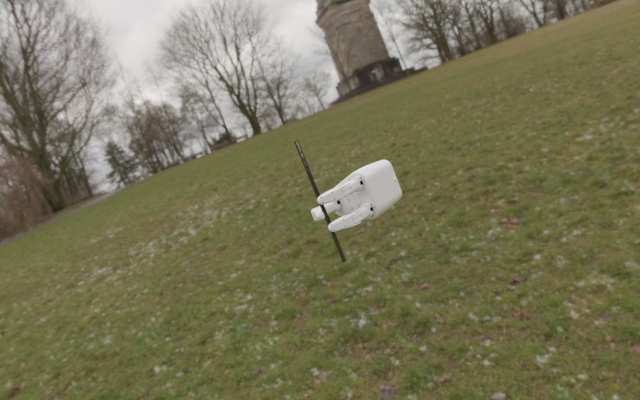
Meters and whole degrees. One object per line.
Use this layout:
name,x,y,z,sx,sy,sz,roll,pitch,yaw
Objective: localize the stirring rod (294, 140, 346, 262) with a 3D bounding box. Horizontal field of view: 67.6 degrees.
stirring rod,0.000,0.003,0.879,0.011,0.239,0.011,-22,6,3
